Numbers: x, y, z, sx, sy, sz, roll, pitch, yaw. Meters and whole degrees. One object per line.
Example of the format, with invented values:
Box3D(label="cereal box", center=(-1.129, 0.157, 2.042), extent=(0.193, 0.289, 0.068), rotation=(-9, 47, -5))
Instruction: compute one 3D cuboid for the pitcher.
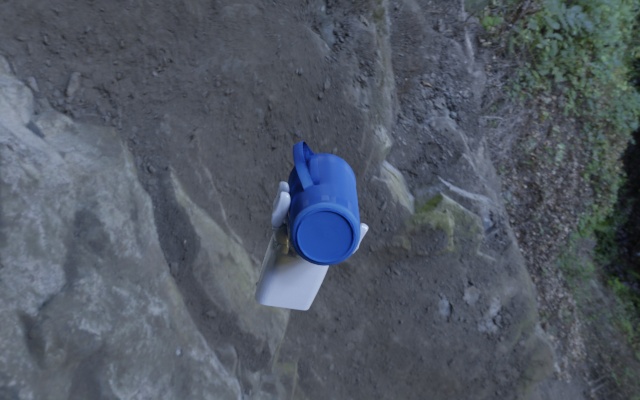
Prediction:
Box3D(label="pitcher", center=(0.000, 0.003, 0.826), extent=(0.149, 0.145, 0.242), rotation=(20, 19, -9))
